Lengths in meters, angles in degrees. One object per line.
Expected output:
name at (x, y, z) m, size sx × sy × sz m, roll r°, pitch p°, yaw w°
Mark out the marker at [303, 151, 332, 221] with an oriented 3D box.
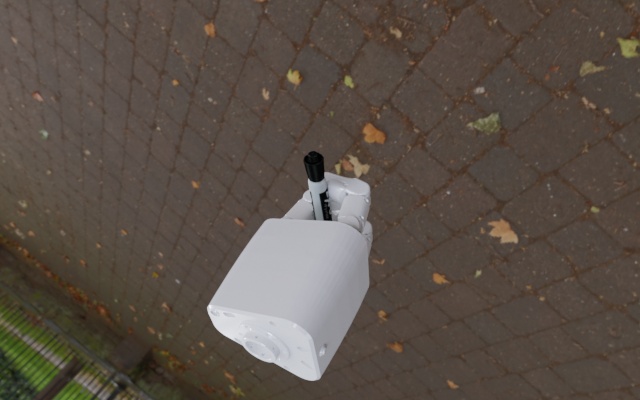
marker at (0.000, 0.001, 0.472) m, size 0.020 × 0.121 × 0.020 m, roll -5°, pitch 43°, yaw 5°
